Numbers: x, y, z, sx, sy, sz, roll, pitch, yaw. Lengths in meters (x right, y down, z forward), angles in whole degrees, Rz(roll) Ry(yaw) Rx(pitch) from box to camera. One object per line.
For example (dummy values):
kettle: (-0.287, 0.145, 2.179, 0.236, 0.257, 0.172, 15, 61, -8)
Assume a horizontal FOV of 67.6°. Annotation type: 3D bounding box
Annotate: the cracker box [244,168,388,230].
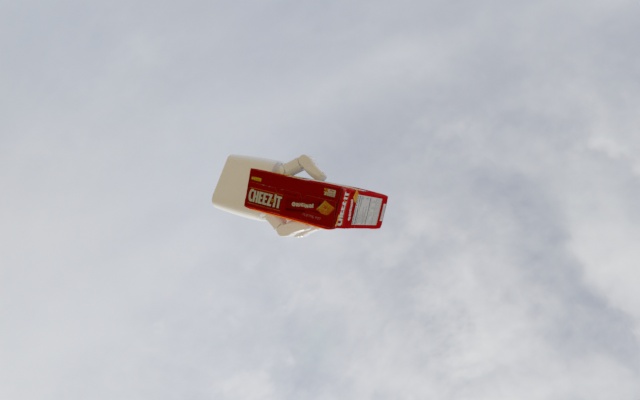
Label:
cracker box: (0.000, 0.002, 0.805, 0.164, 0.072, 0.214, 12, 3, 26)
